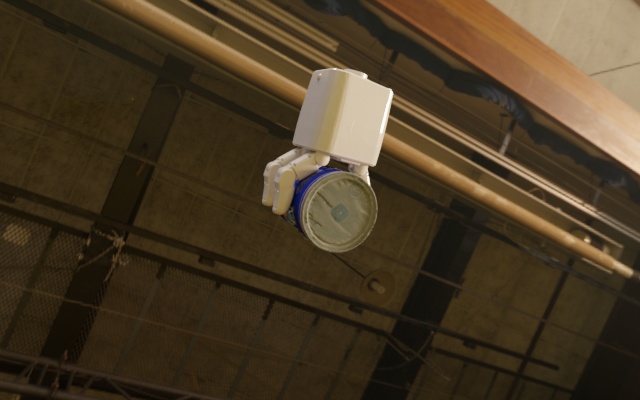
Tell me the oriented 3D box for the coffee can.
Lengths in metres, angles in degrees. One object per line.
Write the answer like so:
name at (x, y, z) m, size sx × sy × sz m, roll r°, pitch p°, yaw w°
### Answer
coffee can at (0.000, 0.002, 0.652) m, size 0.103 × 0.103 × 0.140 m, roll 0°, pitch 11°, yaw -21°
